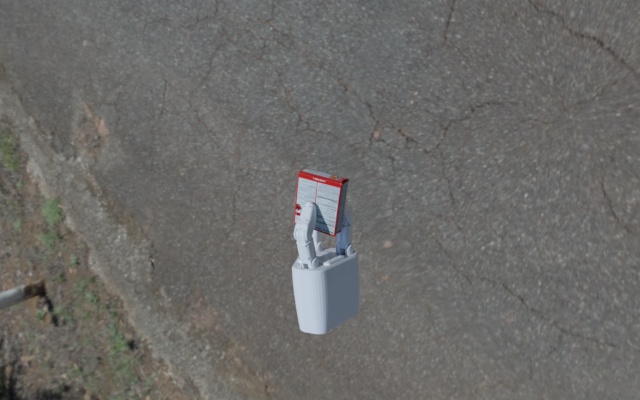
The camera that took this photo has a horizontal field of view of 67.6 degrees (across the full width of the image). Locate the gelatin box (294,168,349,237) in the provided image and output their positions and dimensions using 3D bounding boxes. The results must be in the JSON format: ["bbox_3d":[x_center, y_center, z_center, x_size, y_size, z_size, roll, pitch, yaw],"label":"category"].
[{"bbox_3d":[0.000,0.002,0.727,0.073,0.089,0.030,16,24,23],"label":"gelatin box"}]
